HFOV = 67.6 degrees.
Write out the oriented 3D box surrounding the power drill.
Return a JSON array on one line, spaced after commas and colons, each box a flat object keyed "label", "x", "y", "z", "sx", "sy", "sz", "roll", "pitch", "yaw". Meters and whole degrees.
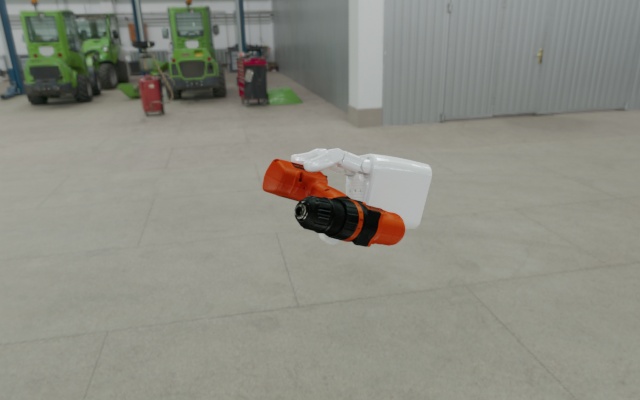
[{"label": "power drill", "x": 0.000, "y": 0.002, "z": 0.650, "sx": 0.184, "sy": 0.057, "sz": 0.187, "roll": 16, "pitch": 13, "yaw": -44}]
